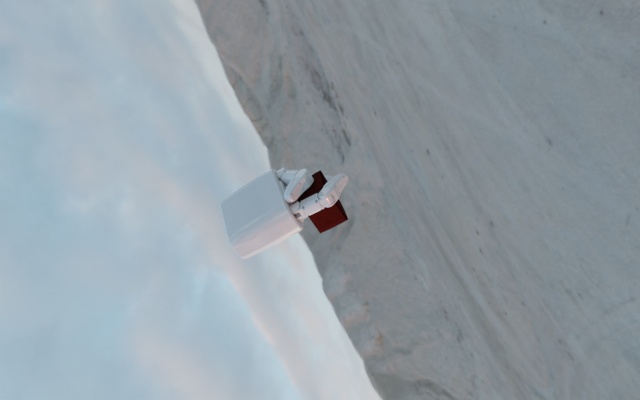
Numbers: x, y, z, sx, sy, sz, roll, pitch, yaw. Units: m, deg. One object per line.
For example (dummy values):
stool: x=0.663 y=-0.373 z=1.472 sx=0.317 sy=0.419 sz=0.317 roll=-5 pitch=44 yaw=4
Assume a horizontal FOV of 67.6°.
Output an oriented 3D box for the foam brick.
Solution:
foam brick: x=0.000 y=0.003 z=0.763 sx=0.051 sy=0.078 sz=0.053 roll=-30 pitch=31 yaw=6
